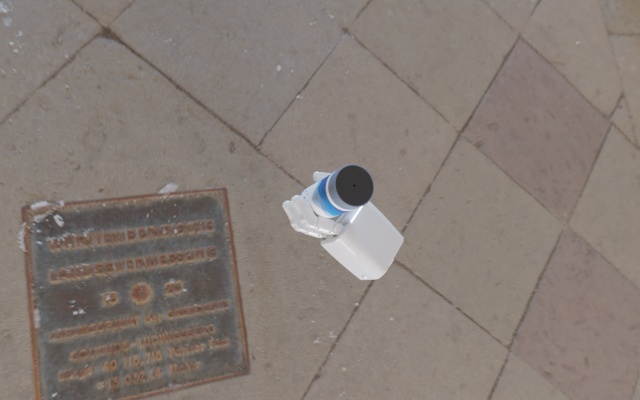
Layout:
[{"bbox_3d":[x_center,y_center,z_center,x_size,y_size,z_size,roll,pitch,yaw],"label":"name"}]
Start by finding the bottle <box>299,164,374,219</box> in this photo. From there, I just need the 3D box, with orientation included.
[{"bbox_3d":[0.000,0.003,0.846,0.069,0.069,0.296,0,-10,-20],"label":"bottle"}]
